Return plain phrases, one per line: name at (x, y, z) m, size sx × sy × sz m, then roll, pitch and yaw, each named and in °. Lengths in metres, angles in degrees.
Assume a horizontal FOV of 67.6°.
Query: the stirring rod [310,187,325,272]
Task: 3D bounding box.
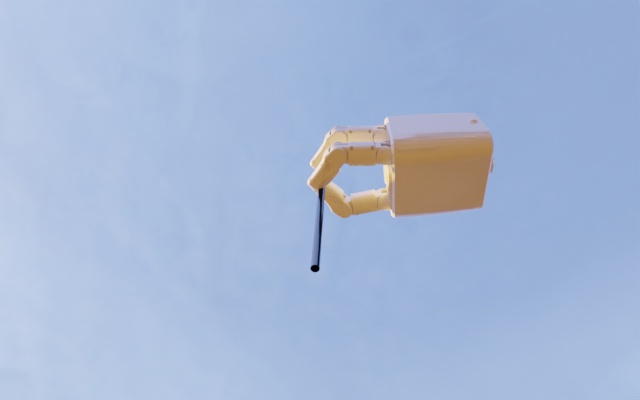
stirring rod at (0.000, 0.002, 0.507) m, size 0.011 × 0.011 × 0.239 m, roll 0°, pitch 28°, yaw 2°
